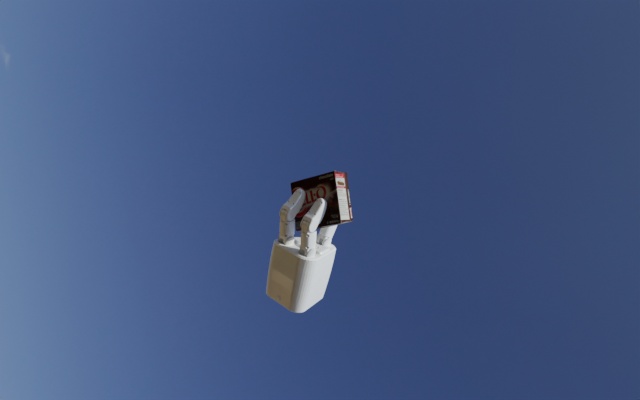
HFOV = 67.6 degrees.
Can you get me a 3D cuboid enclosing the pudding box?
[{"bbox_3d":[0.000,0.003,0.836,0.113,0.090,0.039,-13,-8,41],"label":"pudding box"}]
